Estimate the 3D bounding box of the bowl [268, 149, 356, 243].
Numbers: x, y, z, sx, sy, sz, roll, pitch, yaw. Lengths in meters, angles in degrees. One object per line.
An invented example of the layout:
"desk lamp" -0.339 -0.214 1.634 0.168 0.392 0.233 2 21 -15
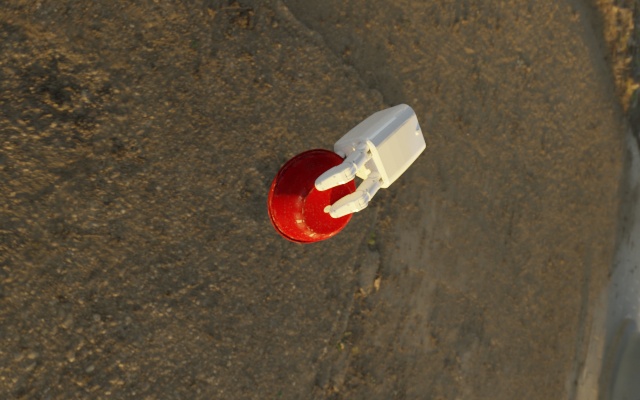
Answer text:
"bowl" -0.001 0.004 0.759 0.162 0.162 0.055 0 19 -30
